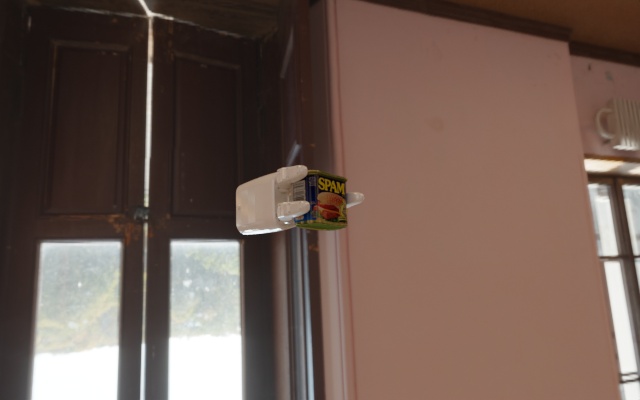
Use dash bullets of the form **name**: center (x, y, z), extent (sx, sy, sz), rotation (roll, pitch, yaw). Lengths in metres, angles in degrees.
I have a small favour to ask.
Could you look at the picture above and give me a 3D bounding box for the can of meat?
- **can of meat**: center (0.000, 0.003, 0.774), extent (0.057, 0.084, 0.102), rotation (-11, -14, 38)
